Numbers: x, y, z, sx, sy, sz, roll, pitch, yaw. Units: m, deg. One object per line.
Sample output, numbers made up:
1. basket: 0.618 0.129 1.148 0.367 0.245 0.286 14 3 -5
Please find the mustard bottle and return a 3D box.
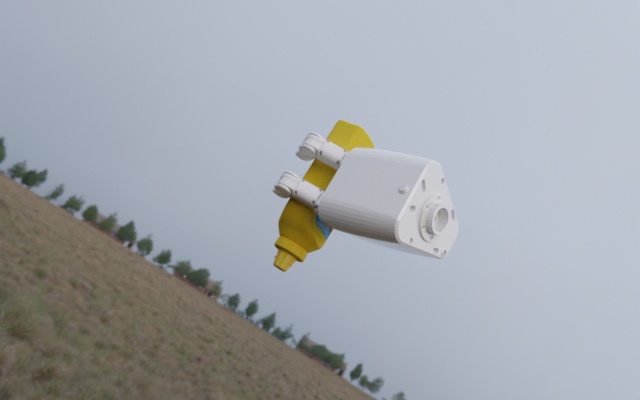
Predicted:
1. mustard bottle: 0.000 0.002 0.587 0.058 0.191 0.096 24 -17 22
